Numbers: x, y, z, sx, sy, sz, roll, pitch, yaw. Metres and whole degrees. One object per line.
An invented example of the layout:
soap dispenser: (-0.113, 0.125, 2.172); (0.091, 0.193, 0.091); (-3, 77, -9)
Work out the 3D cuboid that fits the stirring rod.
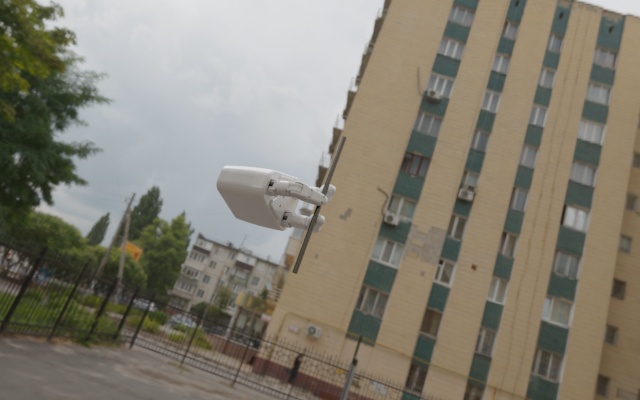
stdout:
stirring rod: (0.000, 0.003, 0.763); (0.011, 0.239, 0.011); (18, -17, 6)
